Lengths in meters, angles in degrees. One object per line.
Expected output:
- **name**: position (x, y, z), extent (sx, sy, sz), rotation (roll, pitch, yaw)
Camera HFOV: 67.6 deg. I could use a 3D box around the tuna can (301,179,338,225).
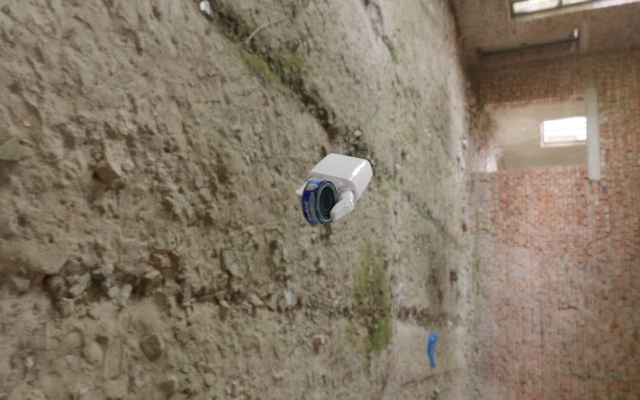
- **tuna can**: position (0.001, 0.003, 0.897), extent (0.034, 0.086, 0.086), rotation (2, 1, 30)
